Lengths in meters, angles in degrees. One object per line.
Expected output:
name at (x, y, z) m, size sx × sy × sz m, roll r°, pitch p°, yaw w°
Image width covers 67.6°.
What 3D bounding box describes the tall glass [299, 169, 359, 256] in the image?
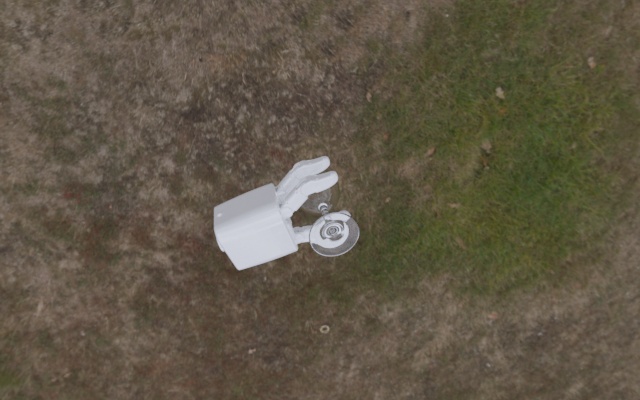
tall glass at (0.000, 0.003, 0.769) m, size 0.079 × 0.079 × 0.201 m, roll 0°, pitch 29°, yaw -13°
